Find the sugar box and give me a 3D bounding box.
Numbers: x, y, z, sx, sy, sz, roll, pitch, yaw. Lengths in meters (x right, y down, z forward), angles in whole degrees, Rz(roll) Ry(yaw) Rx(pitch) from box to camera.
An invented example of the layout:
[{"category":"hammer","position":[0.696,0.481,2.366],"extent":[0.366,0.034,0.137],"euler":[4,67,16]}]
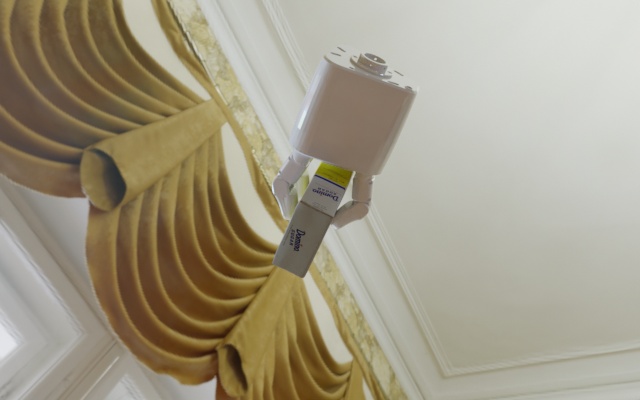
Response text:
[{"category":"sugar box","position":[0.000,0.001,0.572],"extent":[0.048,0.093,0.176],"euler":[26,32,3]}]
